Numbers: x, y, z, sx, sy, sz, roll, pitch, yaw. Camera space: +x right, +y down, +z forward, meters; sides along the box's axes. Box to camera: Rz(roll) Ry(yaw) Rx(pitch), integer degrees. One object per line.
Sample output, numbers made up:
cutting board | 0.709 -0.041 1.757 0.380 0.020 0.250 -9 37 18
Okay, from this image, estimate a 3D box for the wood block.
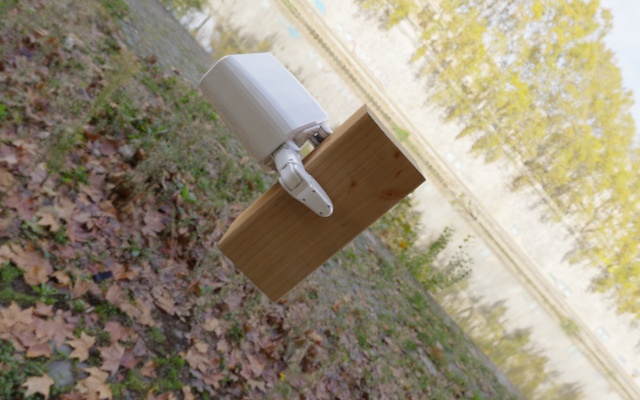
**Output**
wood block | 0.000 0.001 0.516 0.206 0.090 0.090 -41 11 14
